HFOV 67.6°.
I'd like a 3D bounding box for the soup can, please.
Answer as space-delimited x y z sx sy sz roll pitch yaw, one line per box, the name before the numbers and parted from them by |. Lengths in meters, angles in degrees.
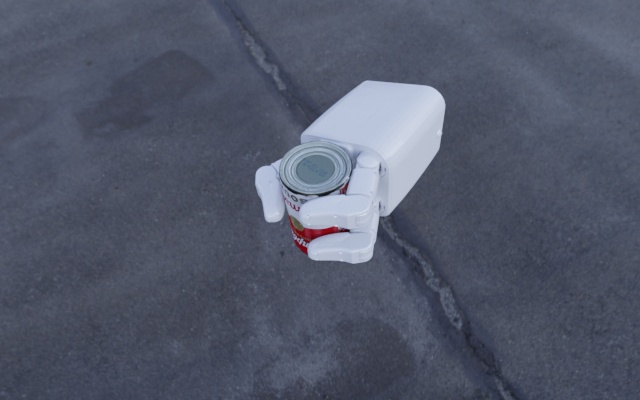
soup can | 0.000 0.002 0.460 0.068 0.068 0.102 0 -39 6
